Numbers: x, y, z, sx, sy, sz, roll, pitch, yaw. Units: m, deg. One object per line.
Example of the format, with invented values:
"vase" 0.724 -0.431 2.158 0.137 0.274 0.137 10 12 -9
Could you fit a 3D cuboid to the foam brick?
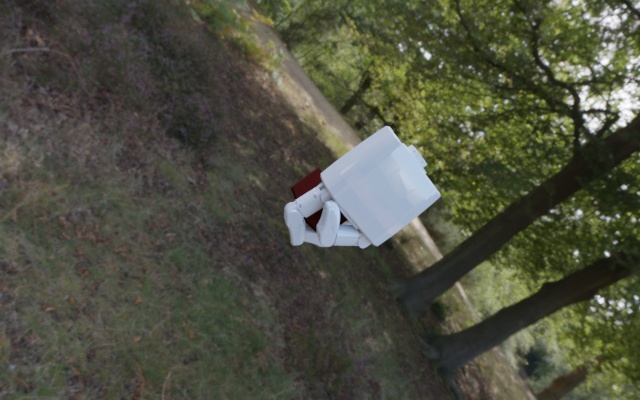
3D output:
"foam brick" 0.000 0.002 0.660 0.053 0.051 0.078 45 13 -33
